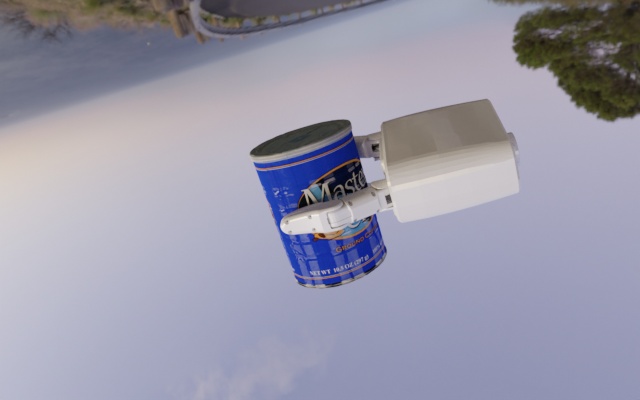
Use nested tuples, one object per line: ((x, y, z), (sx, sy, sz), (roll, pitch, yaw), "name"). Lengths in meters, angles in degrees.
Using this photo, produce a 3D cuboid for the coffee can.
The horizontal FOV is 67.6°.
((0.000, 0.002, 0.482), (0.103, 0.140, 0.102), (-16, 18, 5), "coffee can")
